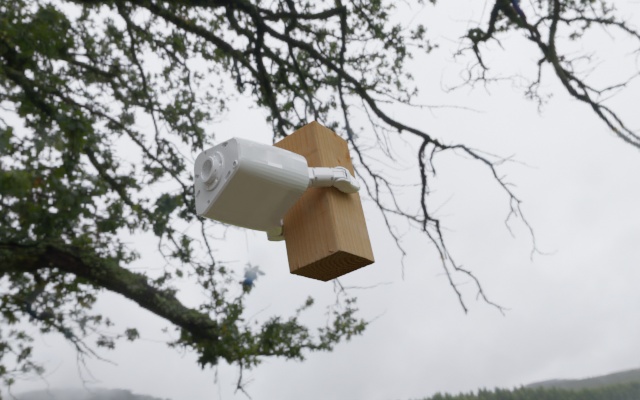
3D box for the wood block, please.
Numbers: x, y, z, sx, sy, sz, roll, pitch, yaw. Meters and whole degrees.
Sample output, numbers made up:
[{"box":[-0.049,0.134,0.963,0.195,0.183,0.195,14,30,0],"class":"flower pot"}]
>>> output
[{"box":[0.000,0.002,0.696,0.091,0.206,0.090,-26,-30,29],"class":"wood block"}]
